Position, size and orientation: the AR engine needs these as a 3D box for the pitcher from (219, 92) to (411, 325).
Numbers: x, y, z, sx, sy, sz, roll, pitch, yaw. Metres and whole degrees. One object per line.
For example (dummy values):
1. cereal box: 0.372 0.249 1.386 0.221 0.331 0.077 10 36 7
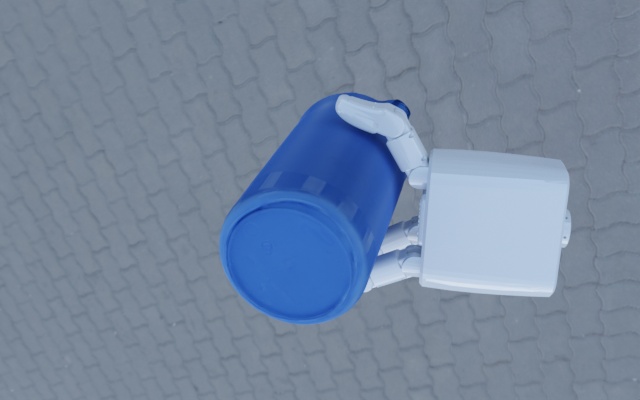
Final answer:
1. pitcher: 0.000 0.001 0.430 0.145 0.149 0.242 5 26 13
